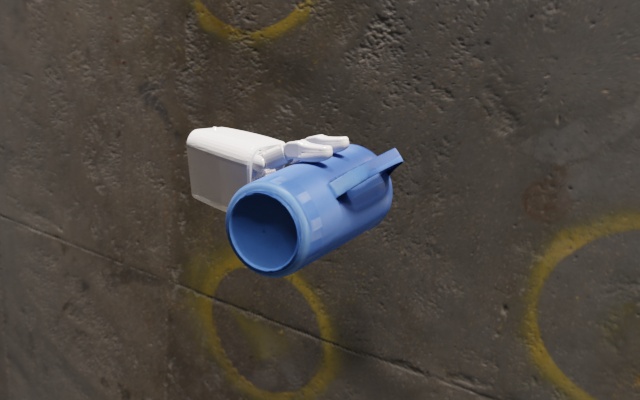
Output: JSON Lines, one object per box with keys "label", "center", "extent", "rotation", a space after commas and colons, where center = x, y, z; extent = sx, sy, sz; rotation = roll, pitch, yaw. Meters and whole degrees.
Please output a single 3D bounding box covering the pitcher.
{"label": "pitcher", "center": [0.000, 0.002, 0.603], "extent": [0.145, 0.149, 0.243], "rotation": [17, 20, 22]}
